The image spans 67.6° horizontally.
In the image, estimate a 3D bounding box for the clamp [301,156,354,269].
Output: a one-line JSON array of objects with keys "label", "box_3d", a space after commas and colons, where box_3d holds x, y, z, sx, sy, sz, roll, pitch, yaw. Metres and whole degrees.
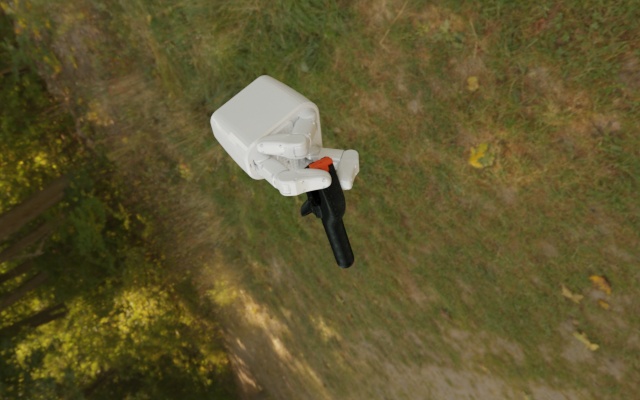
[{"label": "clamp", "box_3d": [0.000, 0.002, 0.629, 0.039, 0.172, 0.120, -30, 48, -22]}]
